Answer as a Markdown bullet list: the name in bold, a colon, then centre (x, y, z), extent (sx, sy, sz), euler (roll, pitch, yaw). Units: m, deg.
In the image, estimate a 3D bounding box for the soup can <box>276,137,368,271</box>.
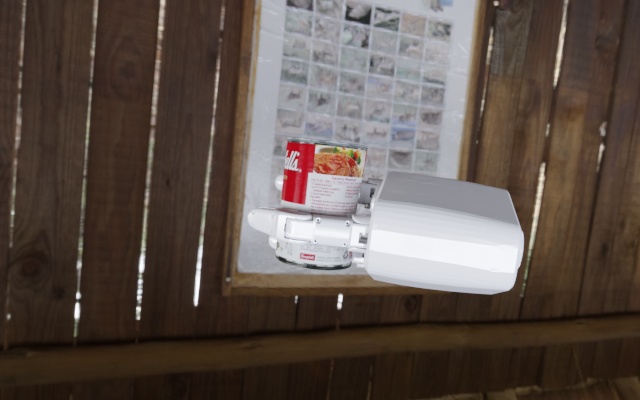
- **soup can**: centre (0.000, 0.002, 0.403), extent (0.068, 0.102, 0.068), euler (7, 5, -1)
